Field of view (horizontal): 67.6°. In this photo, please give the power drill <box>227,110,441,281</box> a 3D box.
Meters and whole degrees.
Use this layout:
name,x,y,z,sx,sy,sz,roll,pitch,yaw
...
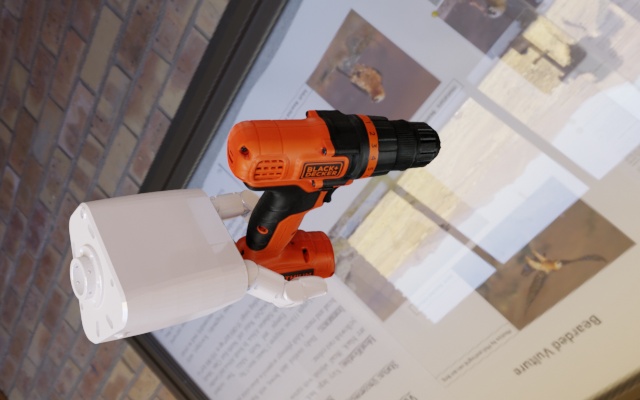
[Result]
name,x,y,z,sx,sy,sz,roll,pitch,yaw
power drill,0.000,0.002,0.431,0.184,0.057,0.188,-3,-42,-23
